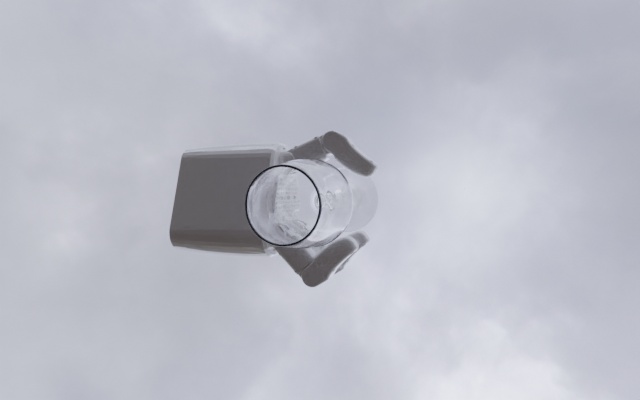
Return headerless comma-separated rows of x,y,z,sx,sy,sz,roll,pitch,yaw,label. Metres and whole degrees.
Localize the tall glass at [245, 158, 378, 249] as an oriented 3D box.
0.000,0.001,0.450,0.079,0.079,0.201,0,1,17,tall glass
